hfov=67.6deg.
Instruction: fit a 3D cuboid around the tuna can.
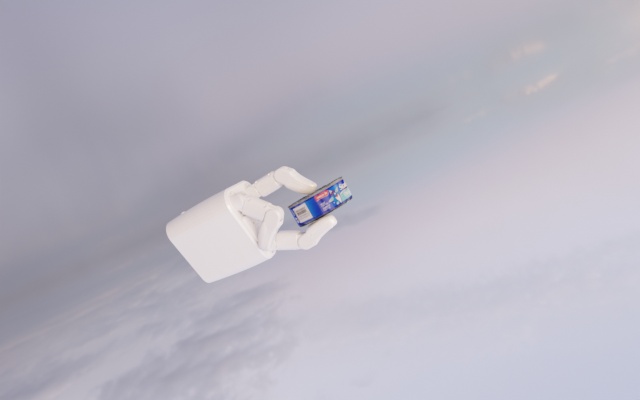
[{"bbox_3d":[0.000,0.003,0.651,0.086,0.034,0.086,-29,3,1],"label":"tuna can"}]
